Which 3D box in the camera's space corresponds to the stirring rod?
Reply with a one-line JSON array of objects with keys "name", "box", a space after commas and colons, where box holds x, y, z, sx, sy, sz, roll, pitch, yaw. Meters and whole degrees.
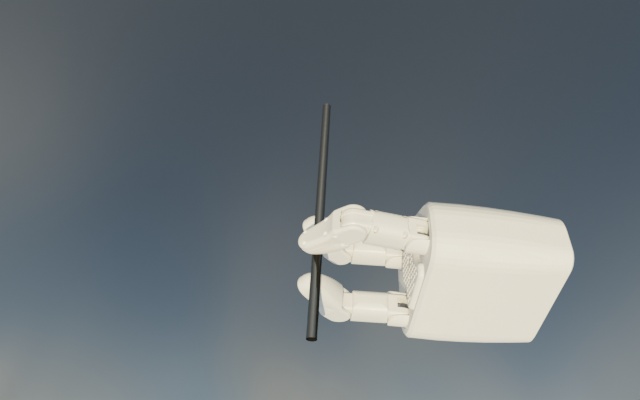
[{"name": "stirring rod", "box": [0.000, 0.001, 0.405, 0.011, 0.239, 0.011, 2, -37, 2]}]
